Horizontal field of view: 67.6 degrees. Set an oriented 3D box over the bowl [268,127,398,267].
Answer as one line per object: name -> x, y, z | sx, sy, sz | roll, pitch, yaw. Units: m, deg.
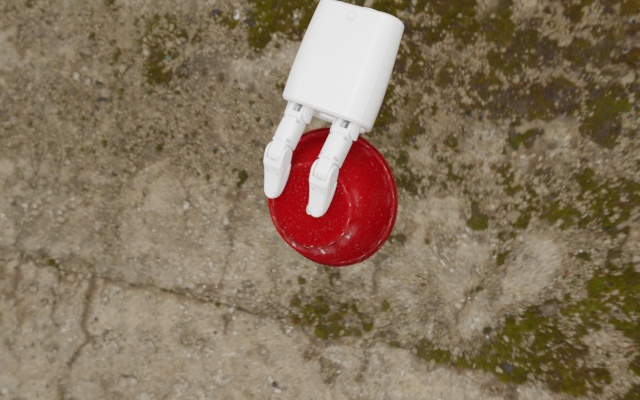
bowl -> 0.000, 0.003, 0.525 | 0.162, 0.162, 0.055 | 0, 9, 25
